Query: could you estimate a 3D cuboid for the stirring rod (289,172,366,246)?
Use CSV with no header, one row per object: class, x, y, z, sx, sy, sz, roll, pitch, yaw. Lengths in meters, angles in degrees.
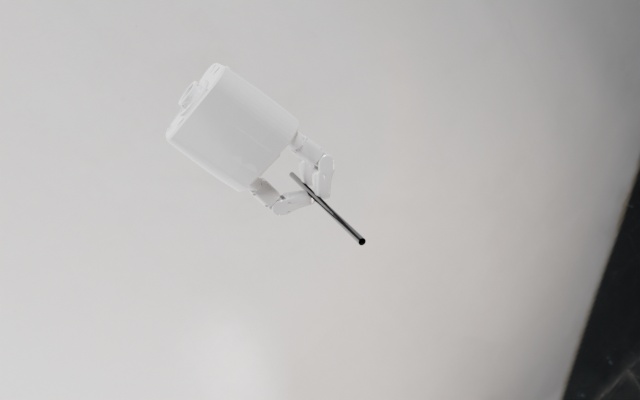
stirring rod,0.000,0.002,0.576,0.011,0.011,0.239,0,19,-21
